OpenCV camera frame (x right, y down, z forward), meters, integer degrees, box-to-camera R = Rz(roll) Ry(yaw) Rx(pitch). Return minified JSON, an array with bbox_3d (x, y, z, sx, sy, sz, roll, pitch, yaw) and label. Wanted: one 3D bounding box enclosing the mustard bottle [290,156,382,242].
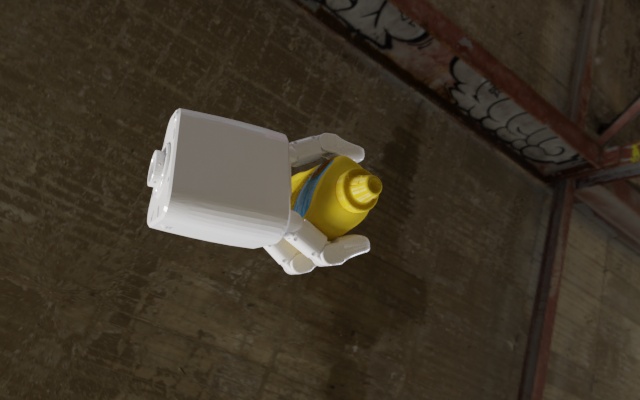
[{"bbox_3d":[0.000,0.002,0.498,0.058,0.096,0.191,37,-25,-18],"label":"mustard bottle"}]
